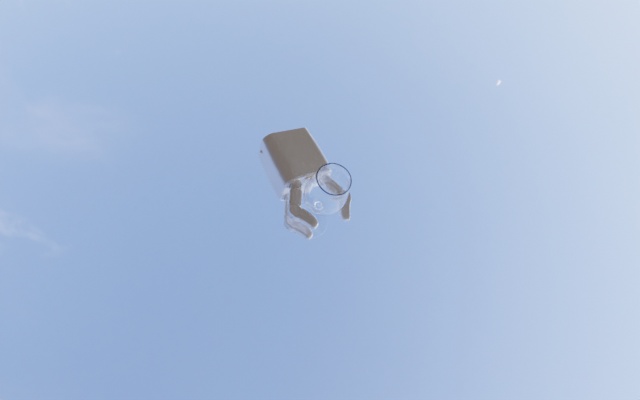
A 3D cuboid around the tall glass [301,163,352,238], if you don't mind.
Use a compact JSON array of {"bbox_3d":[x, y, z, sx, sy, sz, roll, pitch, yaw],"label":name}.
[{"bbox_3d":[0.000,0.003,0.888,0.079,0.079,0.201,0,-23,-15],"label":"tall glass"}]
